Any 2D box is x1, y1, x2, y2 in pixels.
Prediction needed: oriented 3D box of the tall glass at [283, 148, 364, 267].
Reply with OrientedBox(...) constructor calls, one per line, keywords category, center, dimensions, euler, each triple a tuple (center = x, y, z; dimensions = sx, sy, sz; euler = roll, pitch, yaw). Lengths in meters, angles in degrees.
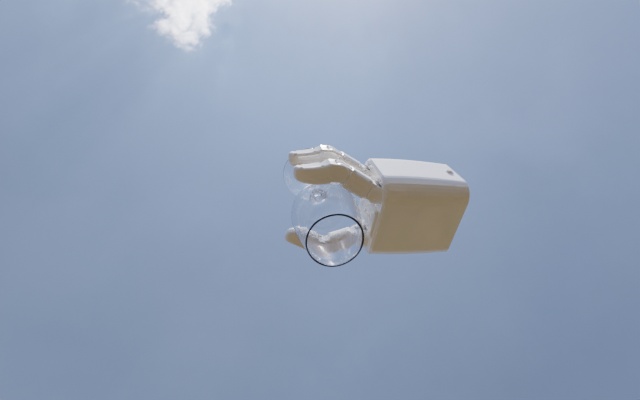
OrientedBox(category="tall glass", center=(0.000, 0.002, 0.578), dimensions=(0.079, 0.079, 0.201), euler=(0, 24, -9))
